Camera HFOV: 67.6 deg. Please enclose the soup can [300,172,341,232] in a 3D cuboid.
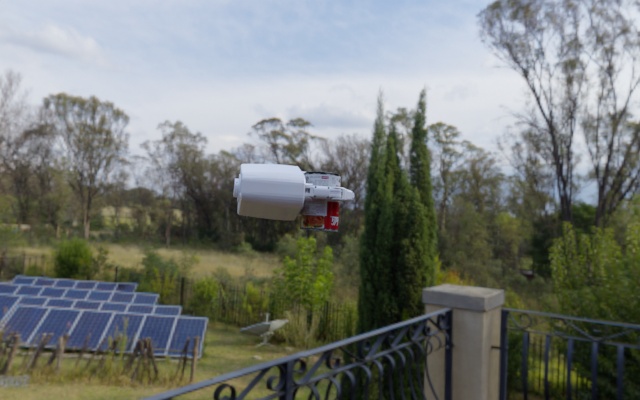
[{"bbox_3d":[0.001,0.003,0.852,0.068,0.102,0.068,3,-3,0],"label":"soup can"}]
